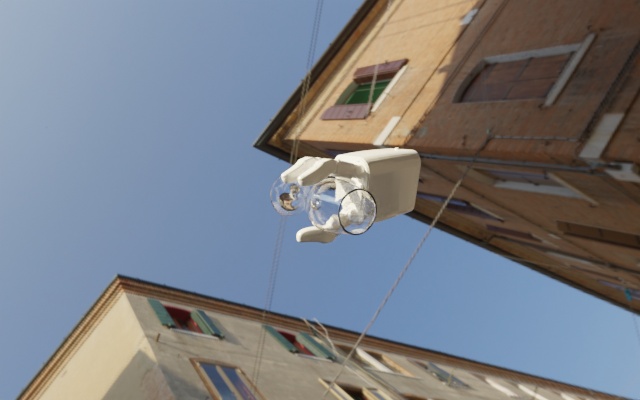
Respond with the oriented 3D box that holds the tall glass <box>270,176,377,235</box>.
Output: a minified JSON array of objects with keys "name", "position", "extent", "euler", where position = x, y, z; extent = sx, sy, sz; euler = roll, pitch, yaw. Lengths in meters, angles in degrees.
[{"name":"tall glass","position":[0.000,0.002,0.710],"extent":[0.079,0.079,0.201],"euler":[0,8,-30]}]
